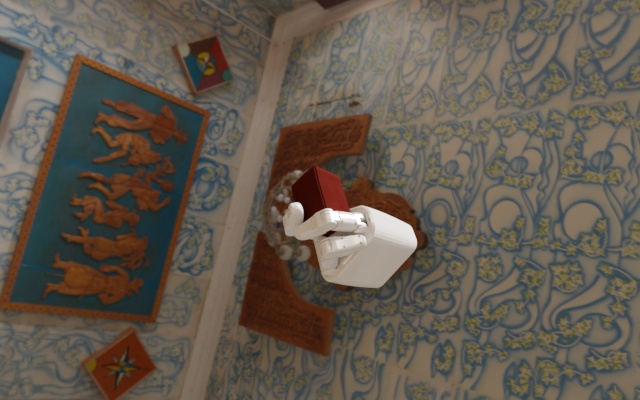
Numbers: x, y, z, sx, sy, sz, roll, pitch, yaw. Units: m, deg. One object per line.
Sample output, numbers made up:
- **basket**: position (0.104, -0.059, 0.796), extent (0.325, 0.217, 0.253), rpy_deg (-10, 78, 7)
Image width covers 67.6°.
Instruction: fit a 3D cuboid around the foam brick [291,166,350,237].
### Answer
- **foam brick**: position (0.000, 0.002, 0.665), extent (0.051, 0.078, 0.053), rpy_deg (18, -45, -41)
